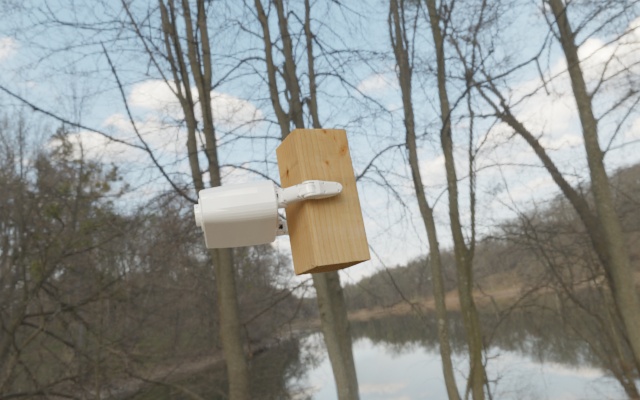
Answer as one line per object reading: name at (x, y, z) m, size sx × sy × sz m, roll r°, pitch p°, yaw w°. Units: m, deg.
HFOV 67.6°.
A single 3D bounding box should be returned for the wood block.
wood block at (0.000, 0.002, 0.733) m, size 0.090 × 0.206 × 0.091 m, roll -3°, pitch -15°, yaw -26°
